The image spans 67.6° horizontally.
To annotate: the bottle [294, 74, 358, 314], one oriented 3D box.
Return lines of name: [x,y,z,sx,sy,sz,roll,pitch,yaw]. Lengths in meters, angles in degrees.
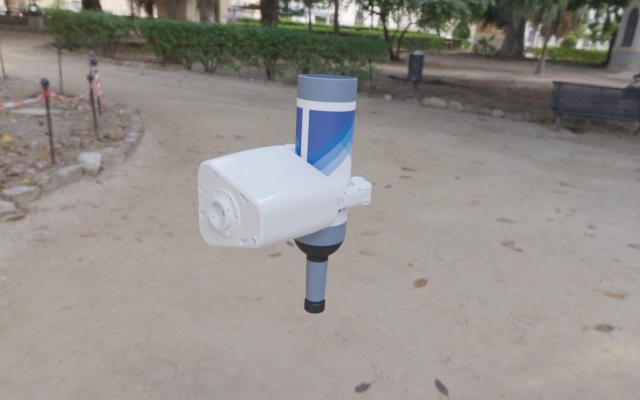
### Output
bottle: [0.000,0.002,0.577,0.069,0.296,0.069,3,19,-1]
